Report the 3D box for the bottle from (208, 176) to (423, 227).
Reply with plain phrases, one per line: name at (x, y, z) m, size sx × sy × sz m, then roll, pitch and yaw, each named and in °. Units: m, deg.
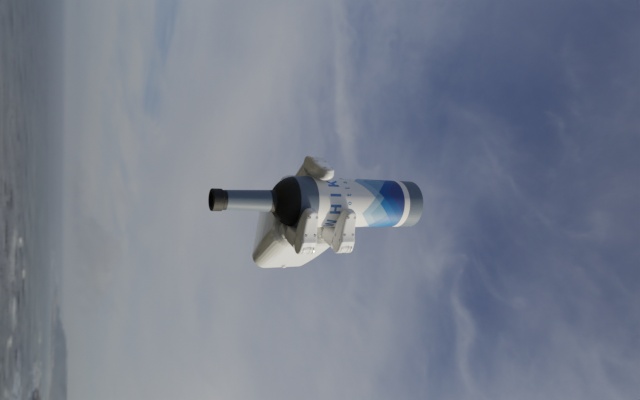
bottle at (0.000, 0.002, 0.636) m, size 0.296 × 0.069 × 0.069 m, roll 1°, pitch -1°, yaw -27°
